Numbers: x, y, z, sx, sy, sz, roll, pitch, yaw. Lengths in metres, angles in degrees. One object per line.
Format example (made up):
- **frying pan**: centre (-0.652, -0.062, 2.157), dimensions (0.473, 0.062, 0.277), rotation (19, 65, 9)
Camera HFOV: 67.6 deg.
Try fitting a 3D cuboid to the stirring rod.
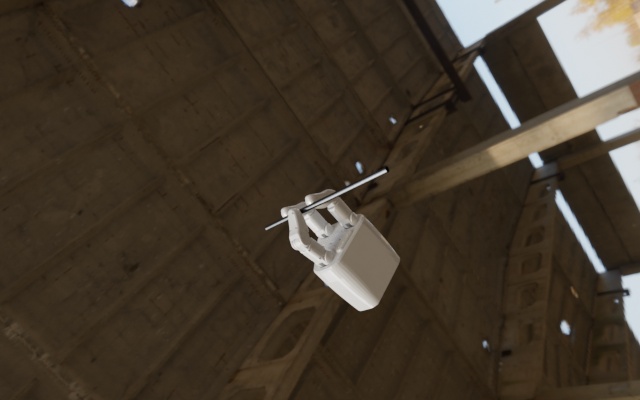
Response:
- **stirring rod**: centre (0.000, 0.002, 0.678), dimensions (0.239, 0.011, 0.011), rotation (-26, -17, 39)
